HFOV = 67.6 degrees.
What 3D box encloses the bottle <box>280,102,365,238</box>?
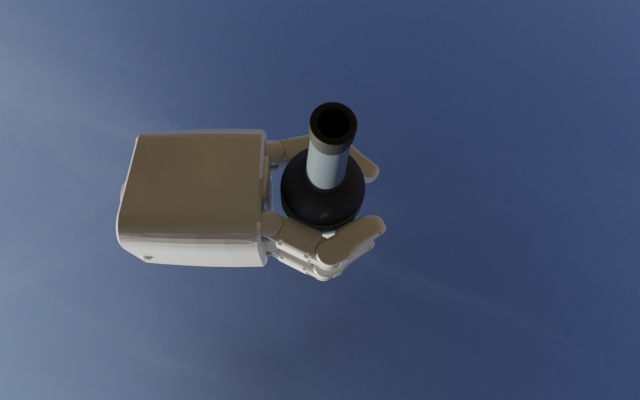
[{"bbox_3d":[0.000,0.001,0.407,0.069,0.069,0.296,0,-18,-3],"label":"bottle"}]
